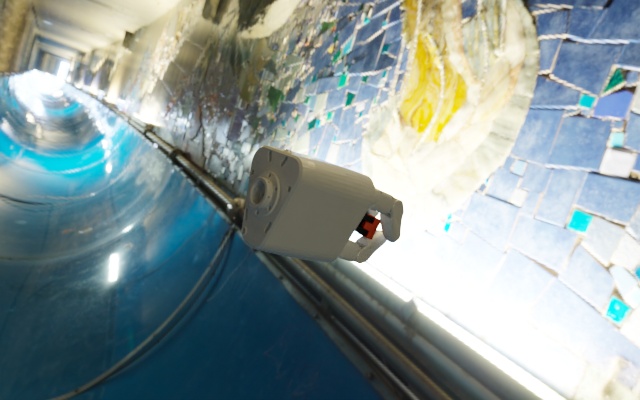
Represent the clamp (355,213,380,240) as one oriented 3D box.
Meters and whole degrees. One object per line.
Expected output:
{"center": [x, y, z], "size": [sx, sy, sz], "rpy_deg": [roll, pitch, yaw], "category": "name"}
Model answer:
{"center": [0.000, 0.003, 0.623], "size": [0.120, 0.039, 0.171], "rpy_deg": [15, 6, -41], "category": "clamp"}
